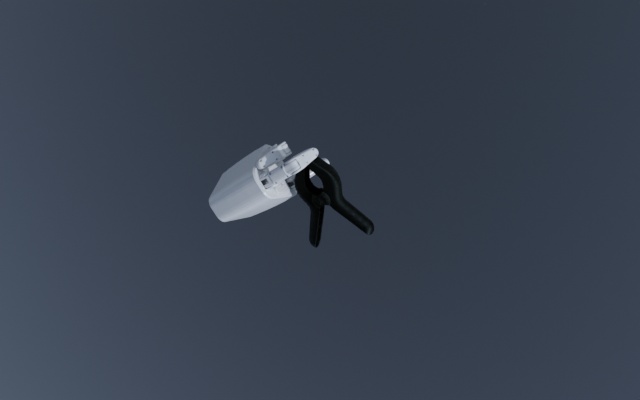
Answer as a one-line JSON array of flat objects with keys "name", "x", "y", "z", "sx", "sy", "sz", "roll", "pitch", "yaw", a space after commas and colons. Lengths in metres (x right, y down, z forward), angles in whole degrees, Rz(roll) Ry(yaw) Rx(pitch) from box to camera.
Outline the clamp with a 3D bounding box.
[{"name": "clamp", "x": 0.000, "y": 0.003, "z": 0.790, "sx": 0.120, "sy": 0.171, "sz": 0.039, "roll": -27, "pitch": 11, "yaw": 25}]
